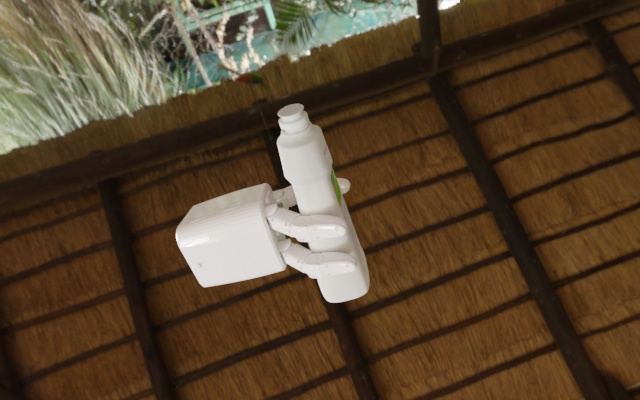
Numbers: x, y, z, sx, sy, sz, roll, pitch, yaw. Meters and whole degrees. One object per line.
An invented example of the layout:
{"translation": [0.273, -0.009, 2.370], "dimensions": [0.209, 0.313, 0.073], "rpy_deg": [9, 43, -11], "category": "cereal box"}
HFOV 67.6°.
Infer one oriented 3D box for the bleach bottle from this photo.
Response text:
{"translation": [0.000, 0.002, 0.565], "dimensions": [0.068, 0.251, 0.102], "rpy_deg": [-15, 34, 4], "category": "bleach bottle"}
